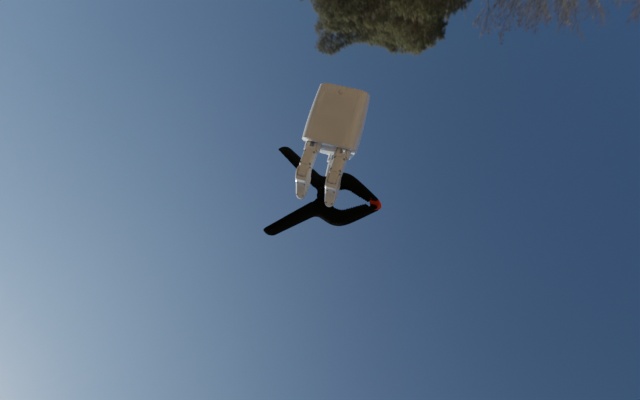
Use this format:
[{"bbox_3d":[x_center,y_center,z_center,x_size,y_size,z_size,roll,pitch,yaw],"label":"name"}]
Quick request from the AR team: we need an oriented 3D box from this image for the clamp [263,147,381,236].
[{"bbox_3d":[0.001,0.003,0.849,0.210,0.164,0.036,15,-4,16],"label":"clamp"}]
